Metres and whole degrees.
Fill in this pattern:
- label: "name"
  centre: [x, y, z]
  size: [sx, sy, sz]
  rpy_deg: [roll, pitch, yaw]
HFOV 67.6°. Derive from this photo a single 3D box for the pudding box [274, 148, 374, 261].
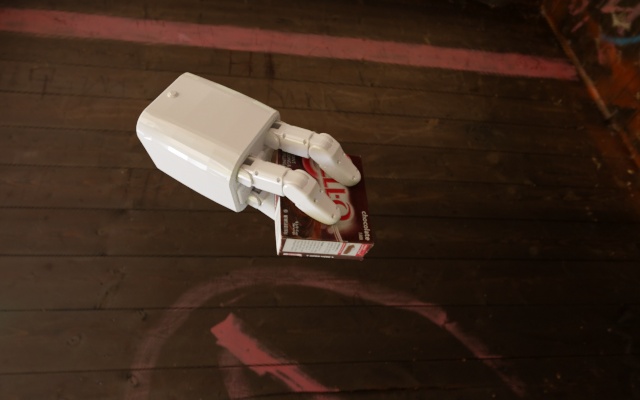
- label: "pudding box"
  centre: [0.000, 0.002, 0.479]
  size: [0.090, 0.113, 0.039]
  rpy_deg: [4, -34, -13]
